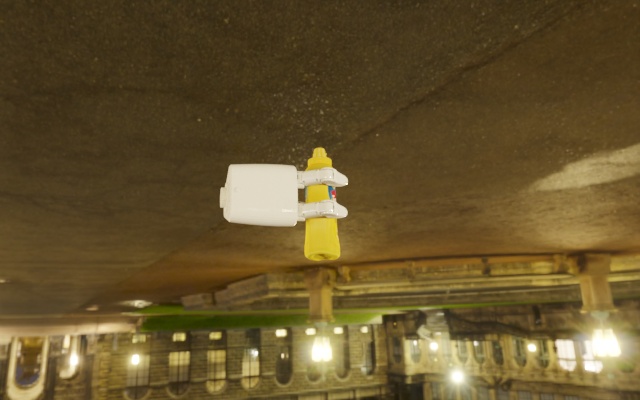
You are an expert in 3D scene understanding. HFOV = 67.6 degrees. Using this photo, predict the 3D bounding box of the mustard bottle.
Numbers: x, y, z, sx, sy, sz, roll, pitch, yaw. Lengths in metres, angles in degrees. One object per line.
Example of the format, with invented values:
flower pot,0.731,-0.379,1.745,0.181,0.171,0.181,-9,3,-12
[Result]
mustard bottle,0.000,0.003,0.814,0.058,0.191,0.096,-4,-15,8
